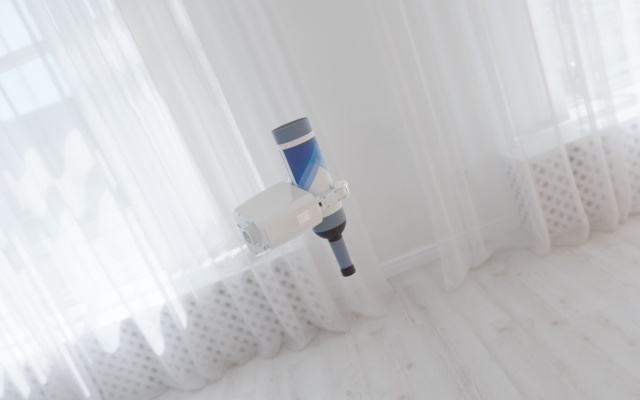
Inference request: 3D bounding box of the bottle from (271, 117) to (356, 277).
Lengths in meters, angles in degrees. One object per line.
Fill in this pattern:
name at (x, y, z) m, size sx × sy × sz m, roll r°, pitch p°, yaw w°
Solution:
bottle at (0.000, 0.002, 0.845) m, size 0.069 × 0.296 × 0.069 m, roll -20°, pitch 15°, yaw 6°
